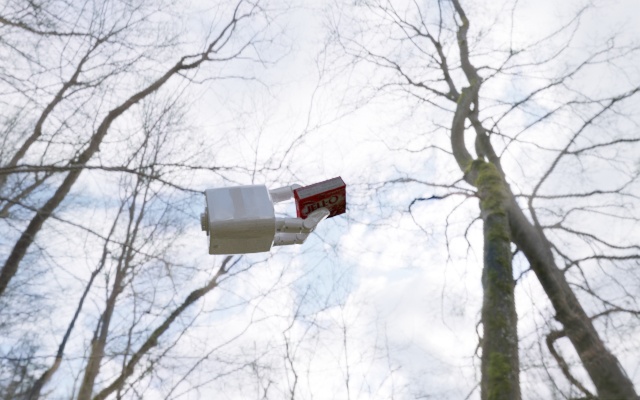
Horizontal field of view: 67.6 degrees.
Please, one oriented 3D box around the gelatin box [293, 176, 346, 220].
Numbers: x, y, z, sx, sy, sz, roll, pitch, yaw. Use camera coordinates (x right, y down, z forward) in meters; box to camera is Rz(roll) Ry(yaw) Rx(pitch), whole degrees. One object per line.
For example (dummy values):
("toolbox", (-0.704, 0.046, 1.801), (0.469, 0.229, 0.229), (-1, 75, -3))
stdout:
("gelatin box", (0.000, 0.002, 0.827), (0.089, 0.030, 0.073), (-18, -40, -13))
